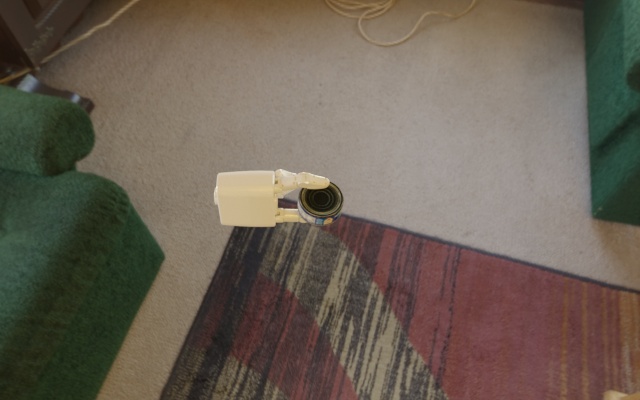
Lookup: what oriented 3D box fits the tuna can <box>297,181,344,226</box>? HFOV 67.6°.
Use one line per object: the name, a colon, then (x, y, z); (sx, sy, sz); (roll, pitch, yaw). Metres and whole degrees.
tuna can: (0.000, 0.003, 0.892); (0.086, 0.086, 0.034); (0, -31, -7)
